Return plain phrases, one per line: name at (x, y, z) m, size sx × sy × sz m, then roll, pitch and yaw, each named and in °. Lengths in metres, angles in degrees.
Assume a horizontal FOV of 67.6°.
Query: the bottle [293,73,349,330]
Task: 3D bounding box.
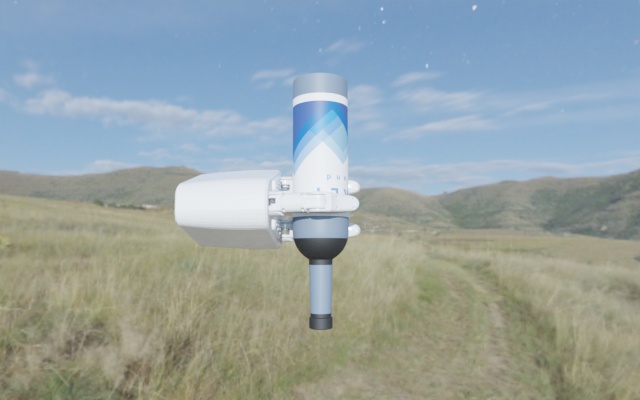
bottle at (0.000, 0.002, 0.569) m, size 0.069 × 0.295 × 0.069 m, roll 0°, pitch -6°, yaw 0°
